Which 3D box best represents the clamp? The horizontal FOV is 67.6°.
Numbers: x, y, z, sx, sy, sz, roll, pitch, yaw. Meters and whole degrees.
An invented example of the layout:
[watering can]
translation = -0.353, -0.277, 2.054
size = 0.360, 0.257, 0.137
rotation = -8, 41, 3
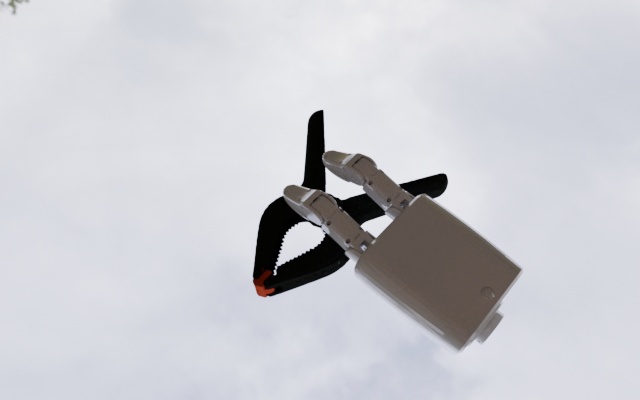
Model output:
[clamp]
translation = 0.000, 0.002, 0.466
size = 0.164, 0.210, 0.036
rotation = 37, -24, 23
